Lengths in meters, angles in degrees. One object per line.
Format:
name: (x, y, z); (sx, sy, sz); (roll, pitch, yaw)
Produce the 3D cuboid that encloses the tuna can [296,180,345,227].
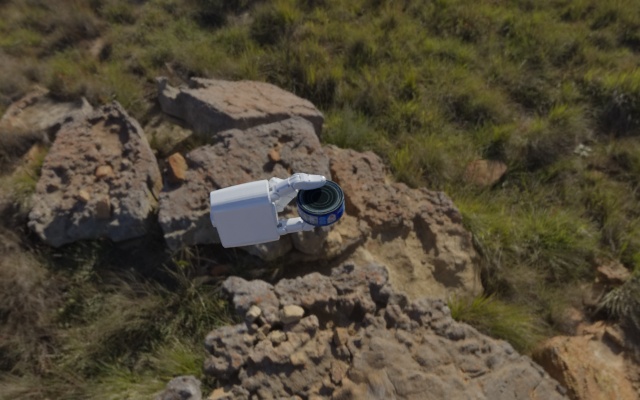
tuna can: (0.000, 0.002, 0.848); (0.086, 0.086, 0.034); (0, -40, 3)
